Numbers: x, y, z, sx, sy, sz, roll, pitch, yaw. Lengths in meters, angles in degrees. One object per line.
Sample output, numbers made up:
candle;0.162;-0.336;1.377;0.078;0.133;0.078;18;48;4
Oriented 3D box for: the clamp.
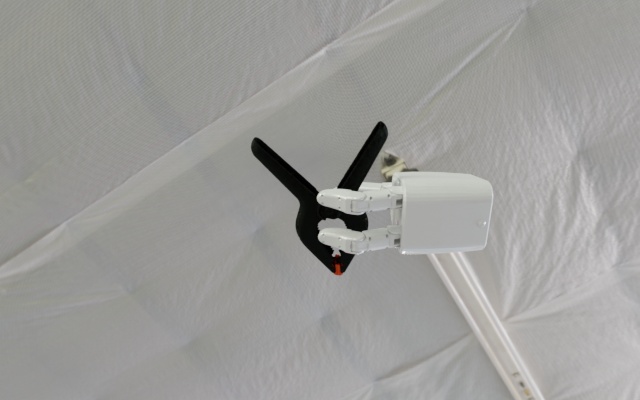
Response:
clamp;0.000;0.002;0.610;0.164;0.210;0.036;0;27;3
